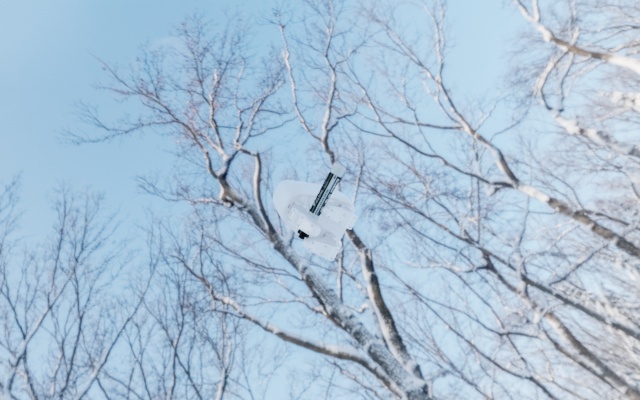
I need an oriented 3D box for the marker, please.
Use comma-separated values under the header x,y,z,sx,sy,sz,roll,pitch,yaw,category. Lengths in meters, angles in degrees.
x,y,z,sx,sy,sz,roll,pitch,yaw,category
0.000,0.002,0.687,0.020,0.121,0.020,28,7,-4,marker
